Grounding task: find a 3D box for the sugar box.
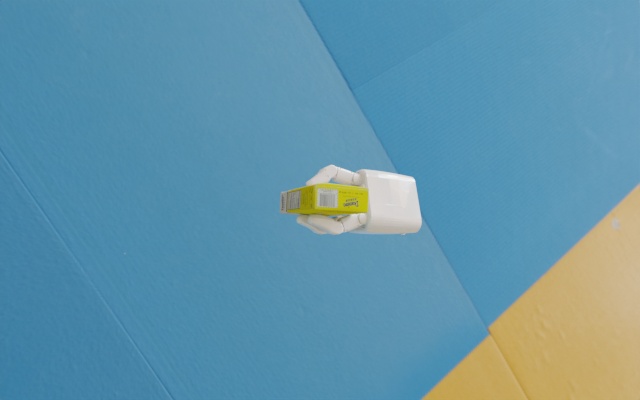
[{"bbox_3d":[0.000,0.003,0.805,0.093,0.048,0.176,5,-8,-21],"label":"sugar box"}]
